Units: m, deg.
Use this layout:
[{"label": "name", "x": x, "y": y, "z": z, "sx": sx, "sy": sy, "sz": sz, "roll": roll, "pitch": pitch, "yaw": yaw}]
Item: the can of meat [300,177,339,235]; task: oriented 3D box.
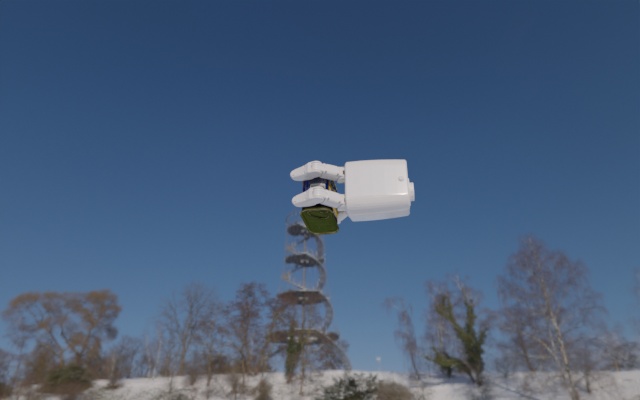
[{"label": "can of meat", "x": 0.000, "y": 0.003, "z": 0.860, "sx": 0.057, "sy": 0.084, "sz": 0.102, "roll": -5, "pitch": -29, "yaw": 11}]
